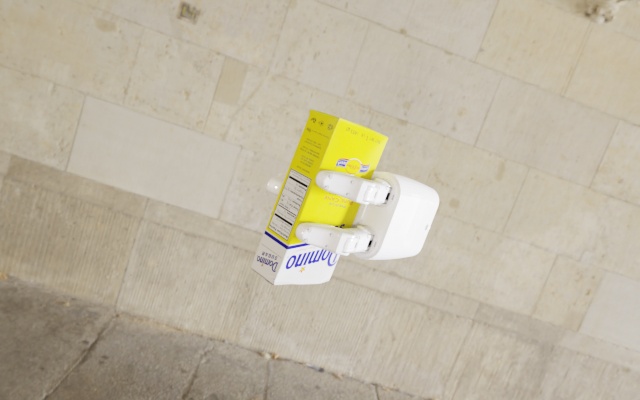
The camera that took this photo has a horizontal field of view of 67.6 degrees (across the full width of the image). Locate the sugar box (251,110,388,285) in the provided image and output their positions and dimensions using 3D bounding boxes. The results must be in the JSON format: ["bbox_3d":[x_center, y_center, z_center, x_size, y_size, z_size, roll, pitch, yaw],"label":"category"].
[{"bbox_3d":[0.001,0.002,0.498,0.048,0.176,0.093,26,11,38],"label":"sugar box"}]
